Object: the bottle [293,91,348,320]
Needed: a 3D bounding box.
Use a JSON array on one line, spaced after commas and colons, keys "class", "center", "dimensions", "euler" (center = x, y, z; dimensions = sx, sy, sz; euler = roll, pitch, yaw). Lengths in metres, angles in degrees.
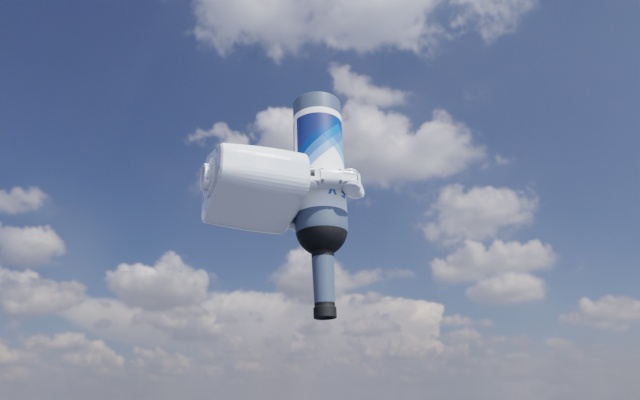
[{"class": "bottle", "center": [0.000, 0.002, 0.613], "dimensions": [0.069, 0.295, 0.069], "euler": [-2, -22, -1]}]
